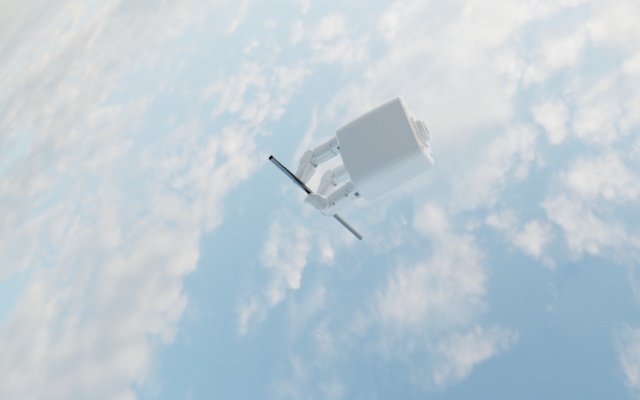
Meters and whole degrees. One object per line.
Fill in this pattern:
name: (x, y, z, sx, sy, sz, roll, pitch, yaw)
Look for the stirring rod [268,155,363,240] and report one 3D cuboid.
stirring rod: (0.000, 0.002, 0.731, 0.011, 0.011, 0.240, 0, -31, 41)
